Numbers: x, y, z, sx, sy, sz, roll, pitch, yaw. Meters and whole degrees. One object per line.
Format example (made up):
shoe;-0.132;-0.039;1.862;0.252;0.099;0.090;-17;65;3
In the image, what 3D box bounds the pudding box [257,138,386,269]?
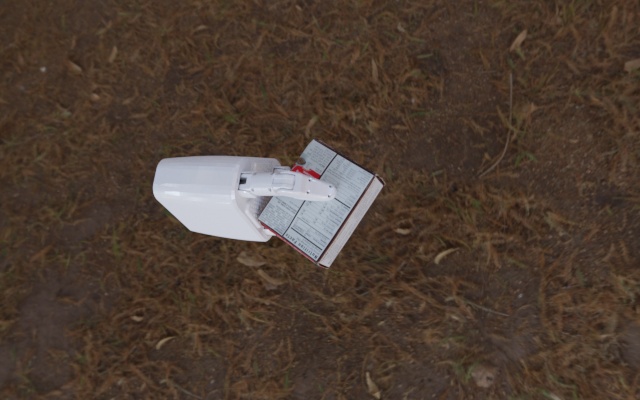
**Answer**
pudding box;0.000;0.002;0.510;0.090;0.113;0.039;34;0;25
